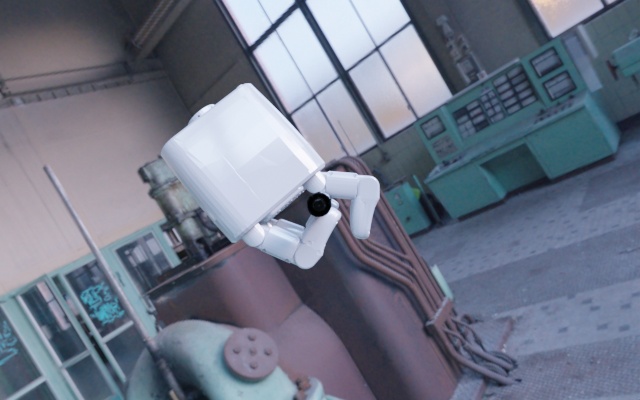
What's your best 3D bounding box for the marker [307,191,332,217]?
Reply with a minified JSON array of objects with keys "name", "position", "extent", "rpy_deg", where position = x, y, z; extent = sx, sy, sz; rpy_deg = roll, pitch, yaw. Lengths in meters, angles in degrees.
[{"name":"marker","position":[0.000,0.001,0.414],"extent":[0.020,0.020,0.121],"rpy_deg":[0,2,2]}]
